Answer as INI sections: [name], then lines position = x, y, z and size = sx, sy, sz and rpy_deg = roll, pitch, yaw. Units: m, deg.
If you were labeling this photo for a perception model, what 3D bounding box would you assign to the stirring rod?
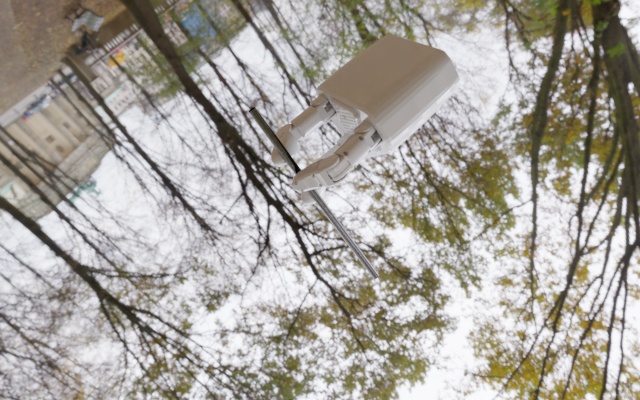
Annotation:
[stirring rod]
position = 0.000, 0.002, 0.499
size = 0.011, 0.240, 0.011
rpy_deg = -28, 28, 16
